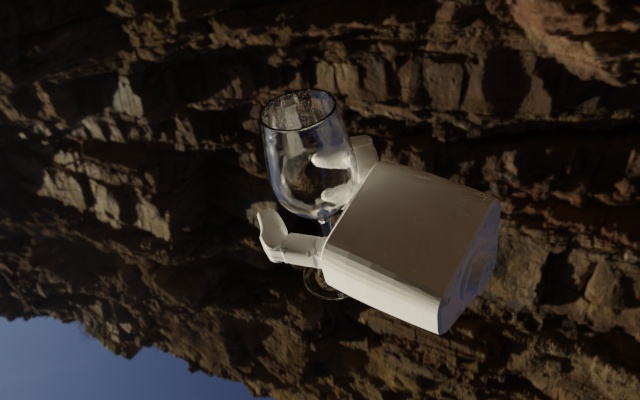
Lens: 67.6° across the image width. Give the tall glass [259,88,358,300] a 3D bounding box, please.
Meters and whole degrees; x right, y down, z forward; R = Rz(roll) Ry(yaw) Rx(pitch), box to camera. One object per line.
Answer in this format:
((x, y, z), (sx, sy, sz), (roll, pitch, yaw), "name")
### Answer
((0.000, 0.002, 0.438), (0.079, 0.201, 0.079), (-8, 41, 7), "tall glass")
